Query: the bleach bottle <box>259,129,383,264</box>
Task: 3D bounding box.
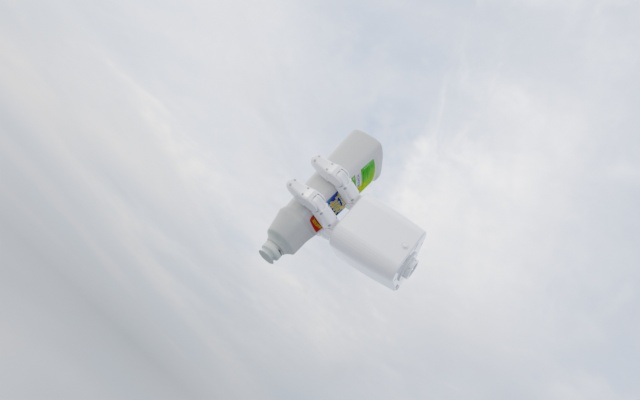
[{"bbox_3d":[0.000,0.002,0.734,0.068,0.250,0.103,32,-28,21],"label":"bleach bottle"}]
